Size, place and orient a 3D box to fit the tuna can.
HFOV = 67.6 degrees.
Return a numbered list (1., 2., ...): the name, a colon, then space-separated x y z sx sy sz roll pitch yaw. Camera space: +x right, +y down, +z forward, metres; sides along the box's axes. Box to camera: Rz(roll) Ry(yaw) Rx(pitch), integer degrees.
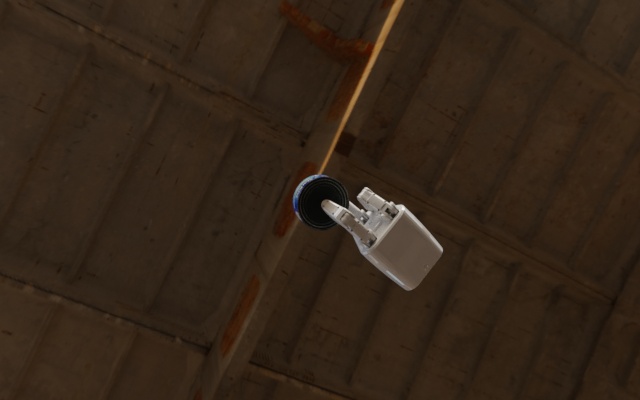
1. tuna can: 0.000 0.002 0.756 0.086 0.086 0.033 0 10 -19
